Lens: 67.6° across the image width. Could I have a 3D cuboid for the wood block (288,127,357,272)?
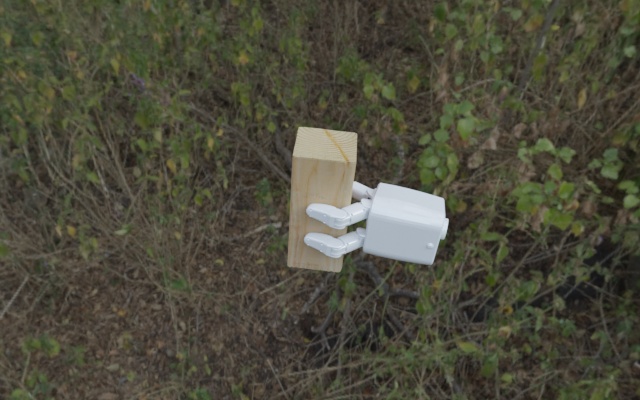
[{"bbox_3d":[0.001,0.002,0.739,0.090,0.206,0.090,6,36,1],"label":"wood block"}]
